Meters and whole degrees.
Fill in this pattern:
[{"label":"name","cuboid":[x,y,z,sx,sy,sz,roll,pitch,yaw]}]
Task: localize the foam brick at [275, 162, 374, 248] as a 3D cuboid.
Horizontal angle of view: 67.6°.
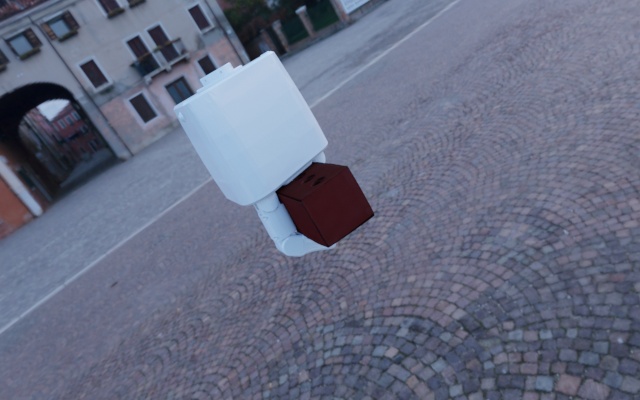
[{"label":"foam brick","cuboid":[0.000,0.001,0.432,0.053,0.051,0.078,-35,19,-17]}]
